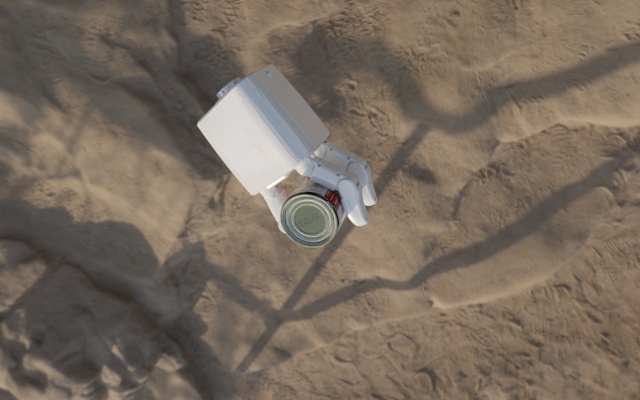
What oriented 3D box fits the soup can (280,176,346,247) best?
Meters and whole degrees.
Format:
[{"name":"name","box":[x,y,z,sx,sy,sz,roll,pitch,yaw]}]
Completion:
[{"name":"soup can","box":[0.000,0.002,0.557,0.068,0.068,0.102,0,24,16]}]
